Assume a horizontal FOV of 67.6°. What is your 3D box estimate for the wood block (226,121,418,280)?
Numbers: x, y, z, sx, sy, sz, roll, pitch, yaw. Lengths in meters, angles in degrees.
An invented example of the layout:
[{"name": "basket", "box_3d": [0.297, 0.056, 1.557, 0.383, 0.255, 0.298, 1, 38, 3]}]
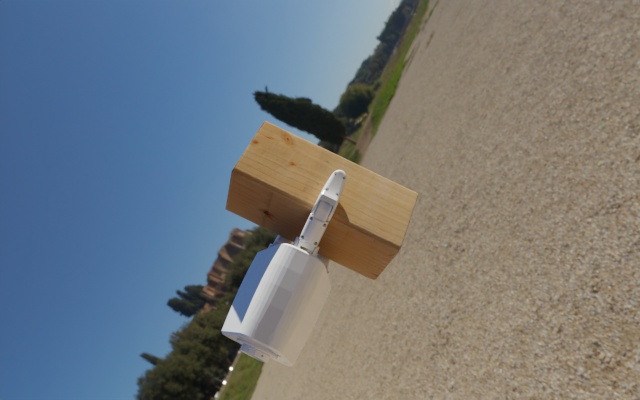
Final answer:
[{"name": "wood block", "box_3d": [0.000, 0.002, 0.584, 0.206, 0.090, 0.091, 26, -36, 0]}]
